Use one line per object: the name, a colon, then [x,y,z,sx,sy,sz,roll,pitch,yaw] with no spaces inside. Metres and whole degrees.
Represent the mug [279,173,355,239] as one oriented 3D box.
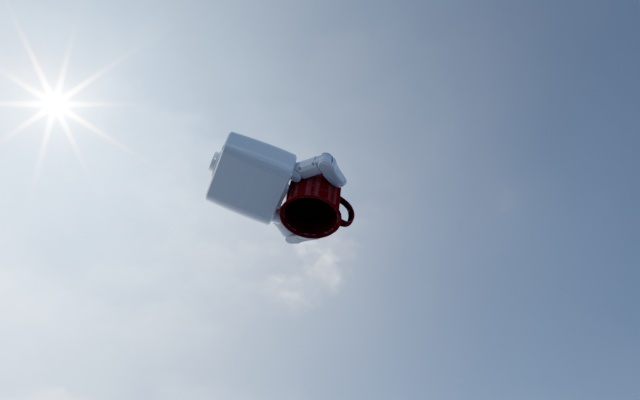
mug: [0.001,0.003,0.735,0.117,0.081,0.093,21,-47,-12]
